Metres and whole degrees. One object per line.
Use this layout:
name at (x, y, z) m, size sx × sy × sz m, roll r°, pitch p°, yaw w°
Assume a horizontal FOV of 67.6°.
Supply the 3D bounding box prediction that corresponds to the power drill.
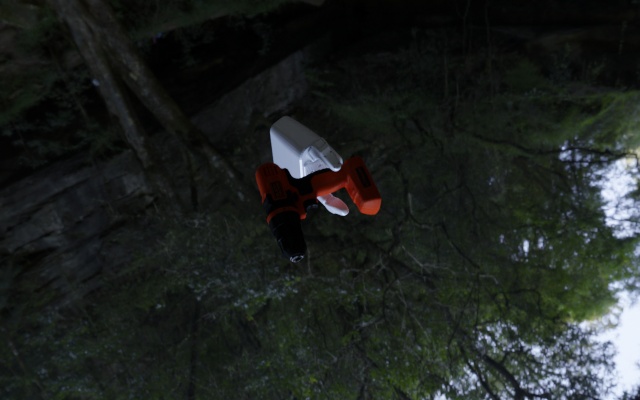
power drill at (0.000, 0.002, 0.785) m, size 0.187 × 0.184 × 0.057 m, roll -11°, pitch -31°, yaw -17°
